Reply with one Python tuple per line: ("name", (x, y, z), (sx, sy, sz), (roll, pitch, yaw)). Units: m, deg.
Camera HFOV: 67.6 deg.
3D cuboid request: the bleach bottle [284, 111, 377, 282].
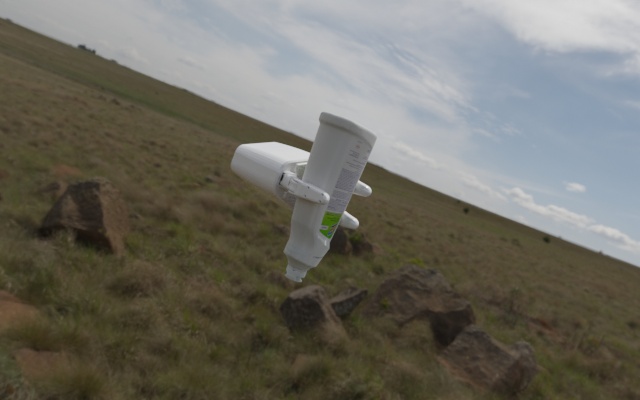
("bleach bottle", (0.000, 0.002, 0.713), (0.068, 0.251, 0.102), (25, 6, 32))
